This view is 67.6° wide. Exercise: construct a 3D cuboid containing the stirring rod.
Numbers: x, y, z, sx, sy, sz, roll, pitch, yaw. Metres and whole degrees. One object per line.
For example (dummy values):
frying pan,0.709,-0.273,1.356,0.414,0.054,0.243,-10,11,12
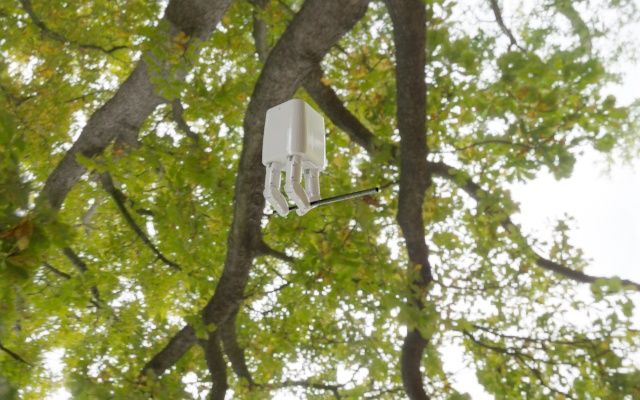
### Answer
stirring rod,0.000,0.003,0.821,0.239,0.011,0.011,-13,-8,41
